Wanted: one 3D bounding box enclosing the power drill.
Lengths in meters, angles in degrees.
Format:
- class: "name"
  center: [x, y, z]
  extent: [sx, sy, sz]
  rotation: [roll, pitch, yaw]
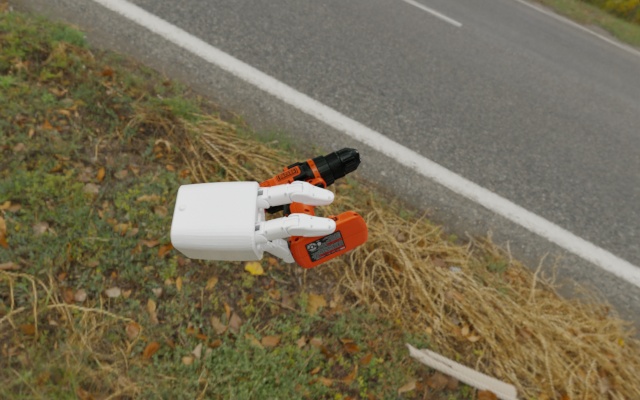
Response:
- class: "power drill"
  center: [0.000, 0.003, 0.699]
  extent: [0.184, 0.057, 0.187]
  rotation: [-26, 37, -3]
